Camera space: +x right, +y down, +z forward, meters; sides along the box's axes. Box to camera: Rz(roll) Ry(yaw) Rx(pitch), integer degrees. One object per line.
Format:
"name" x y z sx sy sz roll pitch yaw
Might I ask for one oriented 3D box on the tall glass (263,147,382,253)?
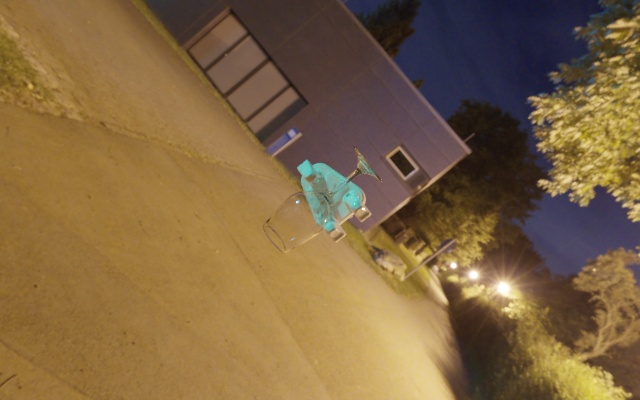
"tall glass" 0.001 0.002 0.790 0.201 0.079 0.079 -39 -4 5
